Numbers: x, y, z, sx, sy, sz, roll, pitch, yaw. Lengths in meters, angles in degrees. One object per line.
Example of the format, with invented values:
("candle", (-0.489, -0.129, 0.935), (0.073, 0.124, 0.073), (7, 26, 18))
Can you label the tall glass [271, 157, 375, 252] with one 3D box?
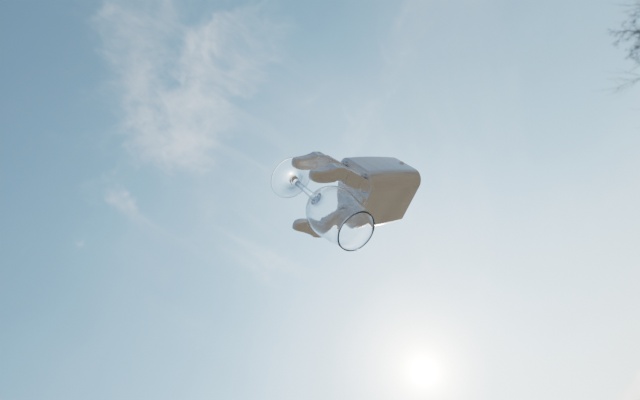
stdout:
("tall glass", (0.000, 0.002, 0.729), (0.079, 0.079, 0.201), (0, 24, -33))
